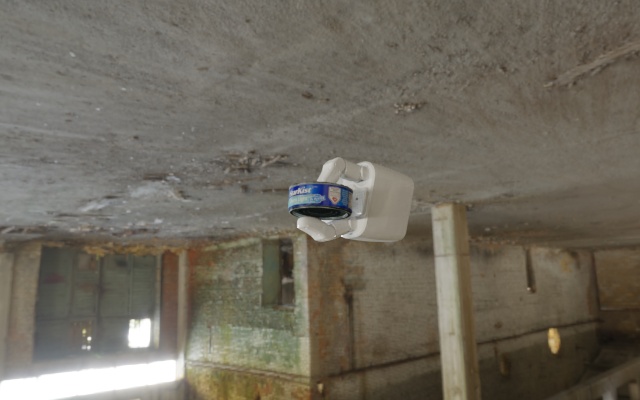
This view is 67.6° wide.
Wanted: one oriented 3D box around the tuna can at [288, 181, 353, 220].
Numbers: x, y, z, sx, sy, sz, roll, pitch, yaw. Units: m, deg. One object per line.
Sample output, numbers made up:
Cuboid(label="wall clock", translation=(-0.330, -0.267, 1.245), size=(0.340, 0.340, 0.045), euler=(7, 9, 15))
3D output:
Cuboid(label="tuna can", translation=(0.000, 0.003, 0.633), size=(0.086, 0.033, 0.086), euler=(3, -14, 1))
